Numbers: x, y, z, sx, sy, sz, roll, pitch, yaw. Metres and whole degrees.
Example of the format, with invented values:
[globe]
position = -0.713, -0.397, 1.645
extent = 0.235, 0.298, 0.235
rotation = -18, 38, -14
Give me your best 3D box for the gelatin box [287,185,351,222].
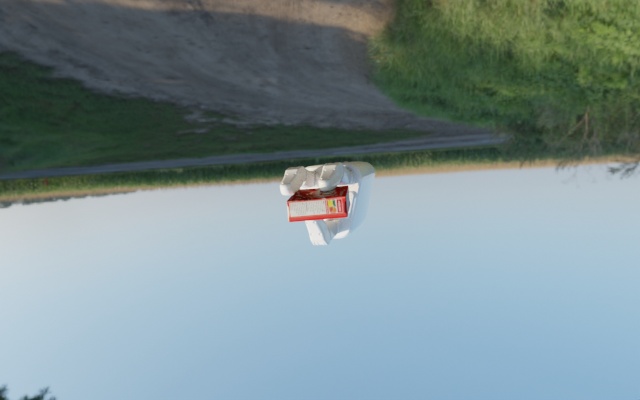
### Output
[gelatin box]
position = 0.000, 0.003, 0.616
extent = 0.073, 0.030, 0.089
rotation = -4, 10, 7
